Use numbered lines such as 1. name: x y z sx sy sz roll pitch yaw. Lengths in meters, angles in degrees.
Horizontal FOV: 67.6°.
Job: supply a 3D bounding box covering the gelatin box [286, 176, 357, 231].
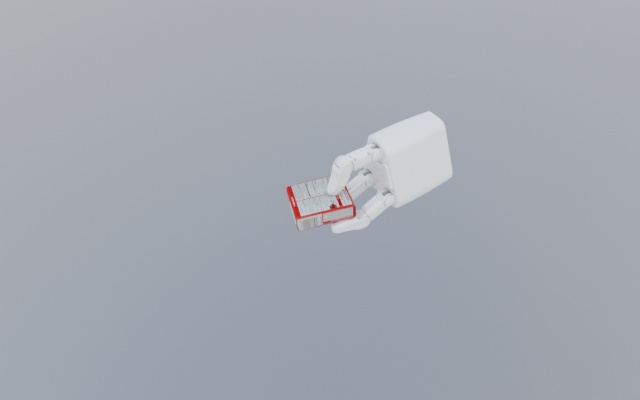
1. gelatin box: 0.000 0.002 0.708 0.089 0.030 0.073 -14 45 -8
